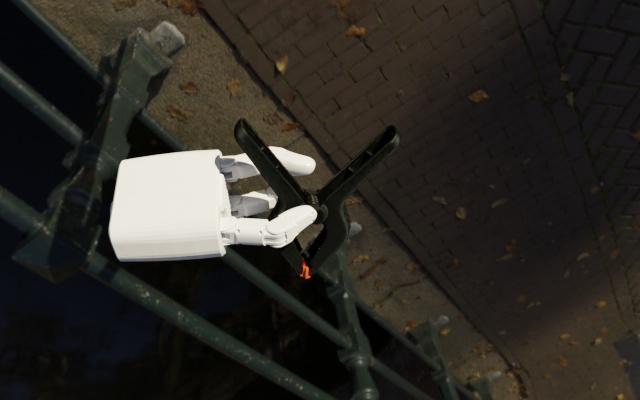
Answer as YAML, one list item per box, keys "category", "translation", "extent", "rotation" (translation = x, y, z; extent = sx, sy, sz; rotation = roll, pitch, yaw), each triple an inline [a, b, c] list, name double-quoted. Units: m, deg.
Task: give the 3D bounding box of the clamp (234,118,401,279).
- category: "clamp"
  translation: [0.000, 0.003, 0.521]
  extent: [0.164, 0.210, 0.036]
  rotation: [-3, 38, -3]
